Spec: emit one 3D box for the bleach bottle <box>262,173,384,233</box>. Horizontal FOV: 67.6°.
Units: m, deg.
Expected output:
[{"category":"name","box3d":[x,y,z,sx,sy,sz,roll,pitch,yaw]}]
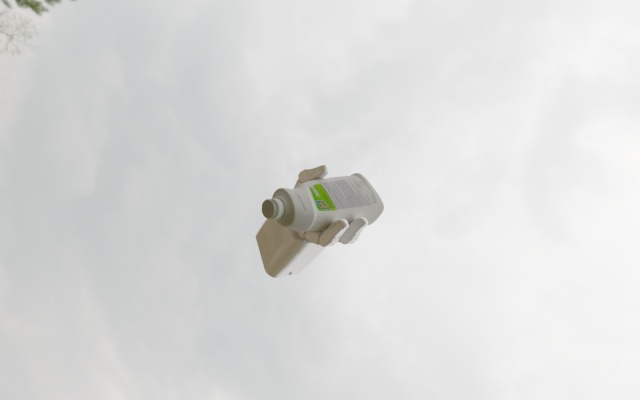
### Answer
[{"category":"bleach bottle","box3d":[0.000,0.003,0.800,0.251,0.102,0.068,-3,-41,-49]}]
